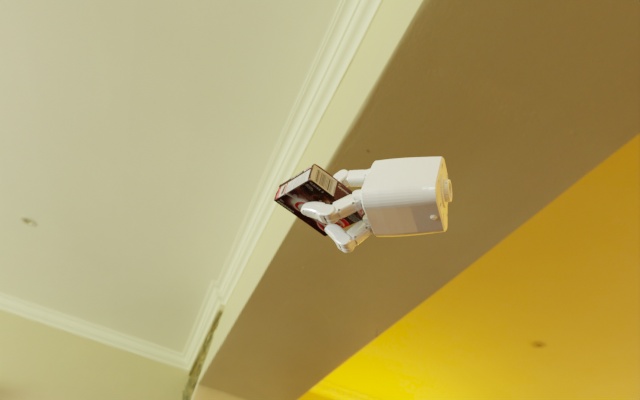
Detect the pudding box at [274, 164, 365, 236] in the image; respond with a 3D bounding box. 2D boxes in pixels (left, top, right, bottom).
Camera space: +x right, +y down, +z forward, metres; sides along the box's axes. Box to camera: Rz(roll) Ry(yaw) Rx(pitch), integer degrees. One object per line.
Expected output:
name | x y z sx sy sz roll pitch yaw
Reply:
pudding box | 0.000 0.002 0.734 0.113 0.039 0.090 38 -43 -24
